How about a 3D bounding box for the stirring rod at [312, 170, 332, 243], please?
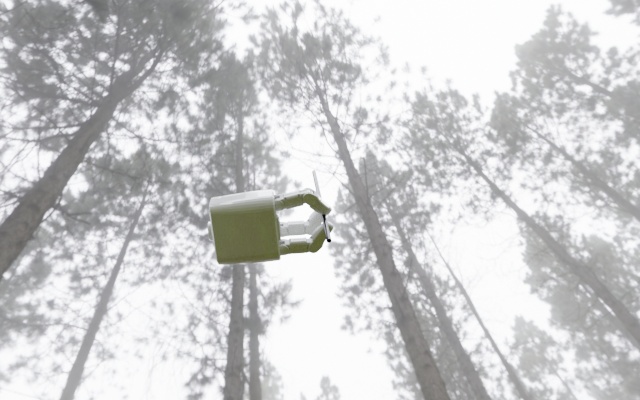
[{"bbox_3d":[0.000,0.003,0.839,0.011,0.011,0.239,0,30,-7],"label":"stirring rod"}]
